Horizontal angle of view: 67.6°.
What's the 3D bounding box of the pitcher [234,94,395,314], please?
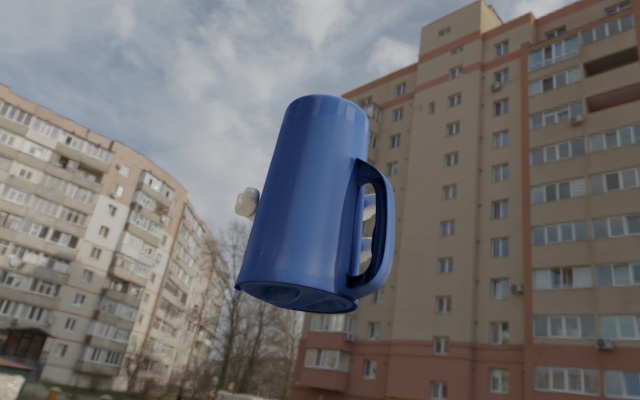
[{"bbox_3d":[0.000,0.002,0.550,0.149,0.242,0.145,13,-23,-7],"label":"pitcher"}]
